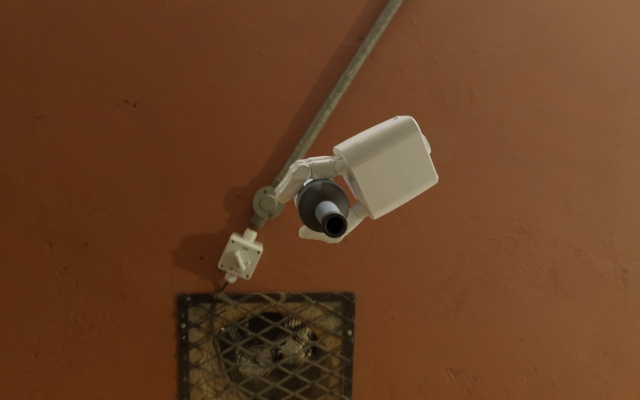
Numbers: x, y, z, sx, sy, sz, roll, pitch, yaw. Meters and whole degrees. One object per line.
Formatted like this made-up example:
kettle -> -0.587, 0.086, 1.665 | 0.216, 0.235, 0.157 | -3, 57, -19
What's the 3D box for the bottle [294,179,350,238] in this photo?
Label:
bottle -> 0.000, 0.002, 0.642 | 0.069, 0.069, 0.295 | 0, 9, -6
